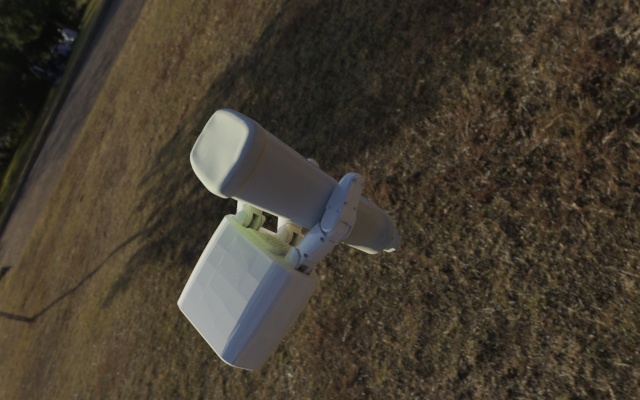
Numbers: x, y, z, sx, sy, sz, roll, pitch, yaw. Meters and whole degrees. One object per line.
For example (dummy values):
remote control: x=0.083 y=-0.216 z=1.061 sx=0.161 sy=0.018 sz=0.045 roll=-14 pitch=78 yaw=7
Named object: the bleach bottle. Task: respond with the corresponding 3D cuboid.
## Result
bleach bottle: x=0.000 y=0.001 z=0.476 sx=0.251 sy=0.068 sz=0.102 roll=29 pitch=5 yaw=-37
